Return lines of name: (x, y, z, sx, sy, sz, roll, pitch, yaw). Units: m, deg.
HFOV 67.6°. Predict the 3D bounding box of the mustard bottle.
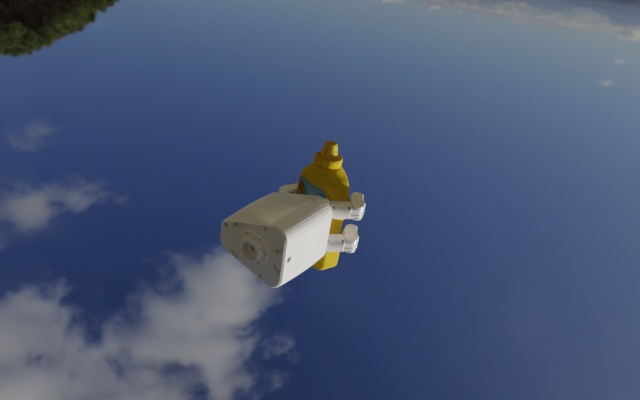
mustard bottle: (0.000, 0.003, 0.722, 0.058, 0.192, 0.096, -10, 32, -33)
